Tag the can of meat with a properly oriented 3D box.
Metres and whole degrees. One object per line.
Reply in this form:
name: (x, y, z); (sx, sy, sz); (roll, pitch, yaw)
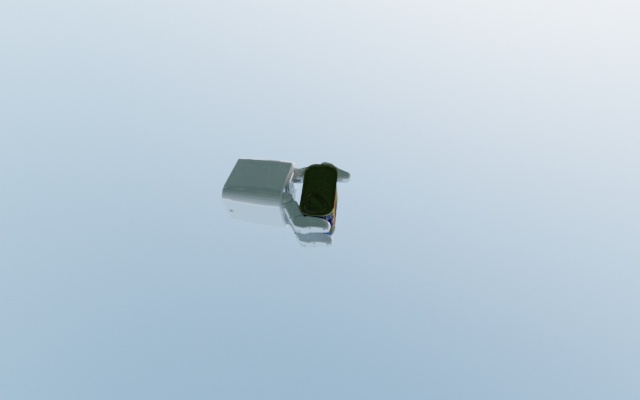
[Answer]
can of meat: (0.000, 0.003, 0.822); (0.057, 0.102, 0.084); (3, -32, 6)
